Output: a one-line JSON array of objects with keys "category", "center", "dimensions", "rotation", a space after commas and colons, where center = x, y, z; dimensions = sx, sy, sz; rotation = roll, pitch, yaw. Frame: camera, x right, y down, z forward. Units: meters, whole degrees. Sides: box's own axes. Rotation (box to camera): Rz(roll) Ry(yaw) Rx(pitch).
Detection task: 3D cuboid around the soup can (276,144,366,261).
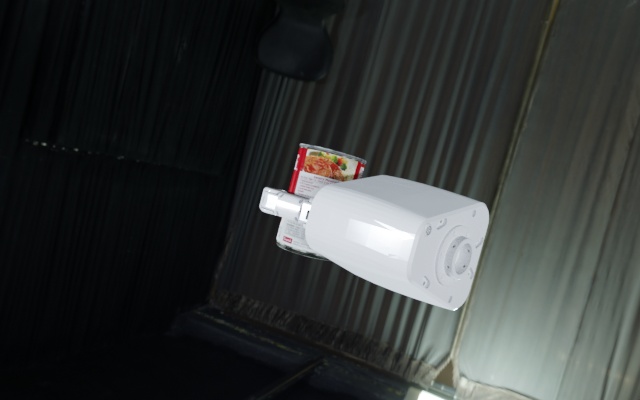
[{"category": "soup can", "center": [0.000, 0.002, 0.474], "dimensions": [0.068, 0.102, 0.068], "rotation": [15, 3, -1]}]
